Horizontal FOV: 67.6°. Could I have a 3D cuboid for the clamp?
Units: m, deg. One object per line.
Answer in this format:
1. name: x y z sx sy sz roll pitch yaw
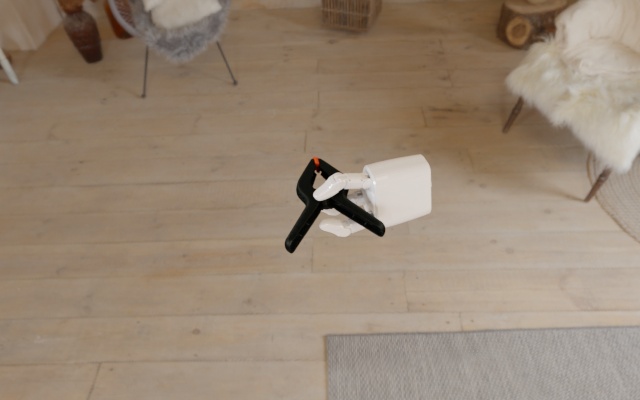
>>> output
1. clamp: 0.000 0.002 0.827 0.164 0.036 0.209 -14 46 -9
